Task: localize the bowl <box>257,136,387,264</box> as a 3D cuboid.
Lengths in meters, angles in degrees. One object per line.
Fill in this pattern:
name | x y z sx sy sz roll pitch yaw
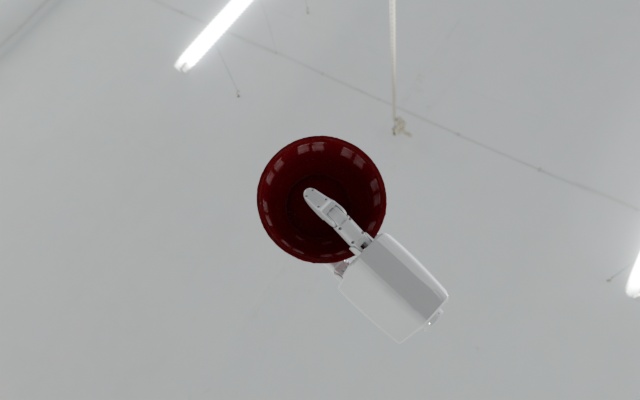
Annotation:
bowl | -0.001 0.001 0.612 0.162 0.162 0.055 0 -12 -6
